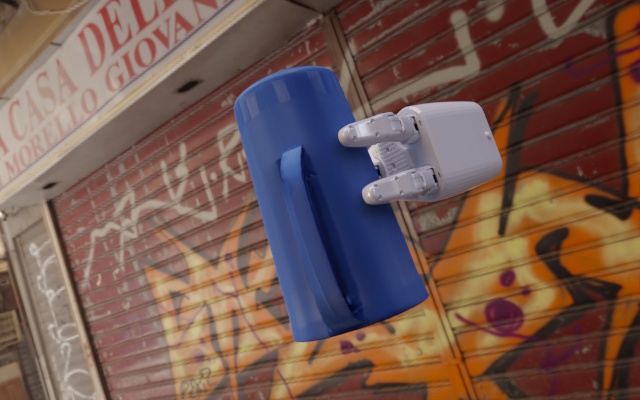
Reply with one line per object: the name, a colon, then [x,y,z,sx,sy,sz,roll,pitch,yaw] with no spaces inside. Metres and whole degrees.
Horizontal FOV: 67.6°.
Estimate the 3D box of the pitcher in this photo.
pitcher: [0.000,0.001,0.451,0.145,0.243,0.149,-15,-7,-33]
